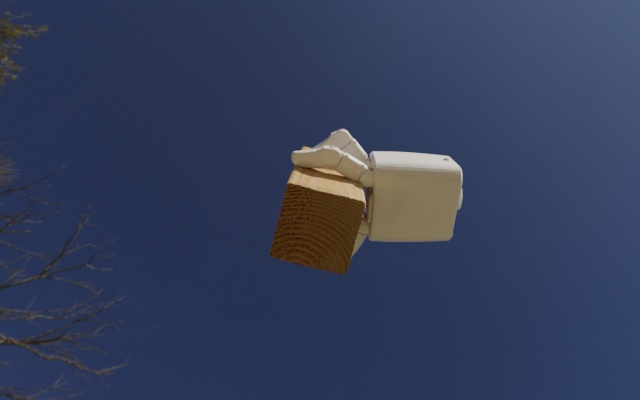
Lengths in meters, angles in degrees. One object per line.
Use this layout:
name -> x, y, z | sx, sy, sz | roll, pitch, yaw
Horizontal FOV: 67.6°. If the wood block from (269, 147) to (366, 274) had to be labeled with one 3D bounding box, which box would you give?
wood block -> 0.000, 0.002, 0.613 | 0.090, 0.091, 0.206 | 14, 17, -2
